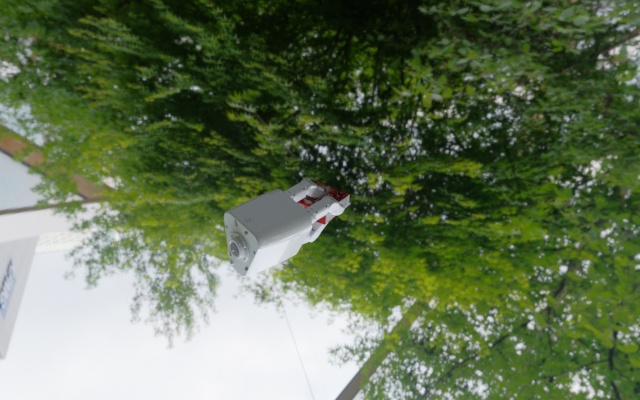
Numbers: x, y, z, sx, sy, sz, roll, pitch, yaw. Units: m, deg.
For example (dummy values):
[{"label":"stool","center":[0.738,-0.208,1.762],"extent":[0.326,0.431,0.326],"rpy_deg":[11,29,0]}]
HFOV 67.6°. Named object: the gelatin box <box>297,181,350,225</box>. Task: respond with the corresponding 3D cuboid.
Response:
[{"label":"gelatin box","center":[0.000,0.003,0.870],"extent":[0.073,0.030,0.089],"rpy_deg":[22,34,25]}]
